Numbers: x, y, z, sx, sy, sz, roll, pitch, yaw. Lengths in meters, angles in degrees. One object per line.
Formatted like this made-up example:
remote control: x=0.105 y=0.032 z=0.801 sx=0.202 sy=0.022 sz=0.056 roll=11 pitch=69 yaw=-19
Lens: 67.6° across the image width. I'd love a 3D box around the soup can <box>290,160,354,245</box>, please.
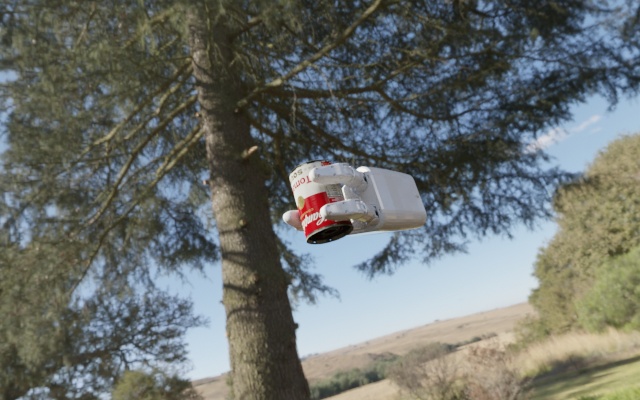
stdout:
soup can: x=0.000 y=0.002 z=0.671 sx=0.068 sy=0.102 sz=0.068 roll=-14 pitch=-21 yaw=-5
